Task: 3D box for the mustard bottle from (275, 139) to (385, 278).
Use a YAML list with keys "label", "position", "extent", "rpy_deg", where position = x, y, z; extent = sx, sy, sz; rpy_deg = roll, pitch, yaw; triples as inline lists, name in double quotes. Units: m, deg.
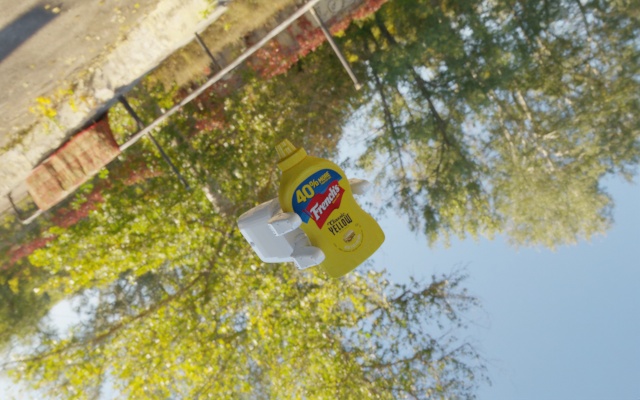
- label: "mustard bottle"
  position: [0.000, 0.002, 0.635]
  extent: [0.096, 0.192, 0.058]
  rpy_deg: [-37, 13, -11]
